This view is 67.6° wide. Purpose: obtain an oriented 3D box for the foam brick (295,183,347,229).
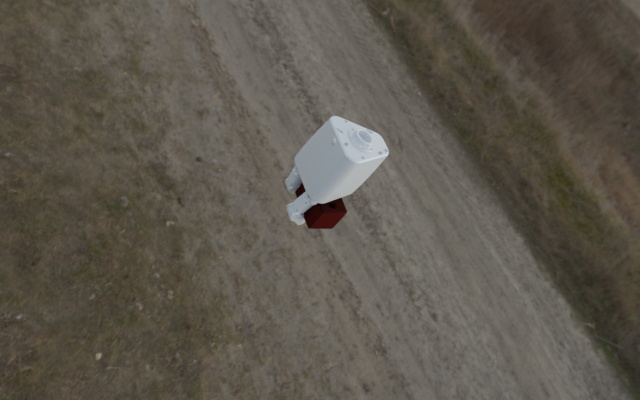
[{"bbox_3d":[0.000,0.003,0.808,0.053,0.078,0.051,0,-33,-37],"label":"foam brick"}]
